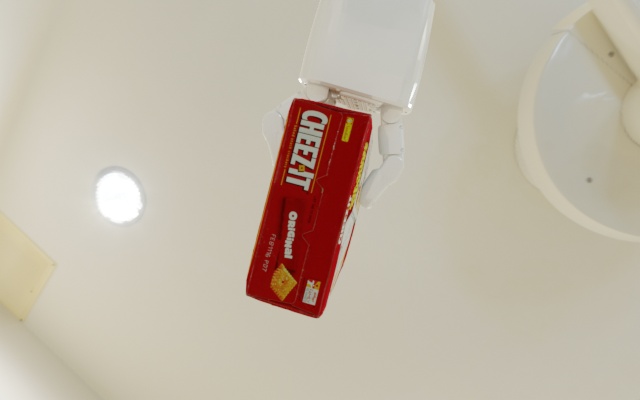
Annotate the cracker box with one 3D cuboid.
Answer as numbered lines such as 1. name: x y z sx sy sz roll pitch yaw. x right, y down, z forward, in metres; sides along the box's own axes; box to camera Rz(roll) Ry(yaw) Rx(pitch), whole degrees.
1. cracker box: 0.000 0.002 0.469 0.072 0.164 0.213 14 4 6
